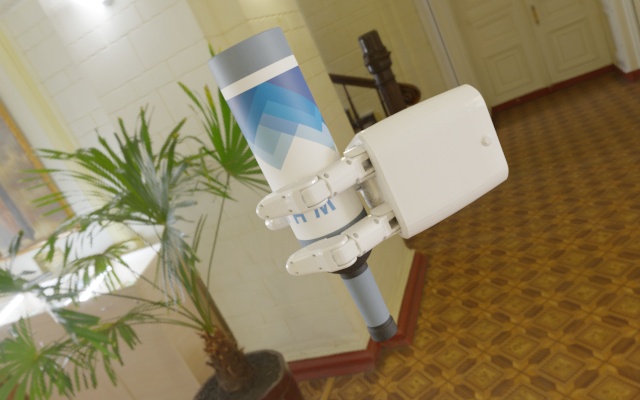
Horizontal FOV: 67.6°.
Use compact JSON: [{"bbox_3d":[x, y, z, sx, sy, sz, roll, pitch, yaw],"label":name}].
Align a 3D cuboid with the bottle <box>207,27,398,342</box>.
[{"bbox_3d":[0.000,0.001,0.425,0.069,0.296,0.069,-24,16,7],"label":"bottle"}]
